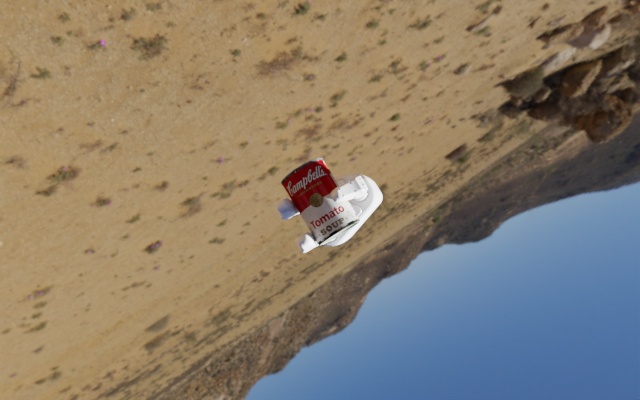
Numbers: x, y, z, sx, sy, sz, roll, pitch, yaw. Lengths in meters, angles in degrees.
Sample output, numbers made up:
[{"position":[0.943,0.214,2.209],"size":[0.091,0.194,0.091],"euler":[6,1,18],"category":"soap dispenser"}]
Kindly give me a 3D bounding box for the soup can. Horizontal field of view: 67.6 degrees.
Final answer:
[{"position":[0.000,0.002,0.654],"size":[0.068,0.102,0.068],"euler":[-30,-8,-5],"category":"soup can"}]
